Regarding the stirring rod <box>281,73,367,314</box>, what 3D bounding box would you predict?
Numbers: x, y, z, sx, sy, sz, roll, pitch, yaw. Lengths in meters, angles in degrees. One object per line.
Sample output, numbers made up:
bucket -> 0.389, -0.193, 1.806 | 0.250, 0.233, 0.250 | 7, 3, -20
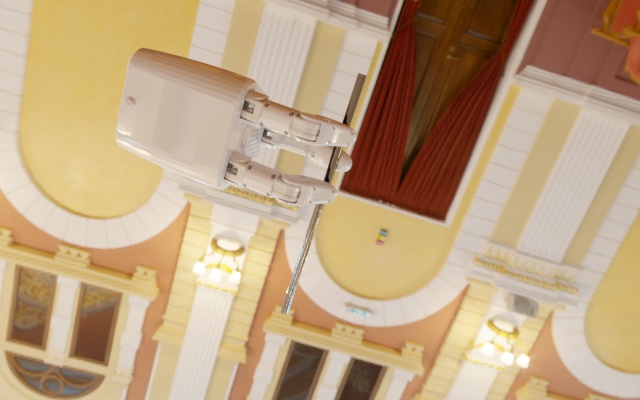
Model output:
stirring rod -> 0.000, 0.001, 0.443 | 0.011, 0.239, 0.011 | 17, 16, -5
